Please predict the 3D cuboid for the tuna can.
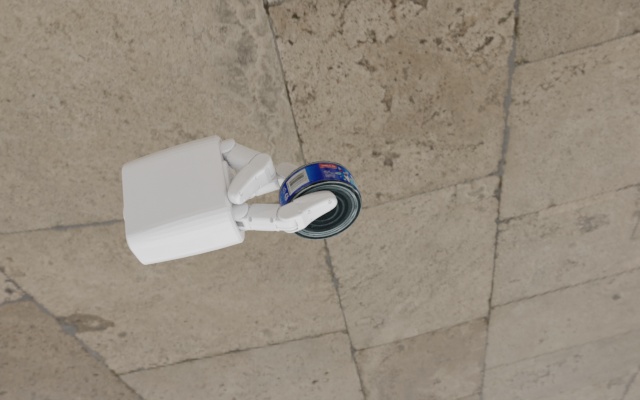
[{"bbox_3d":[0.000,0.002,0.509,0.086,0.086,0.033,0,41,-18],"label":"tuna can"}]
